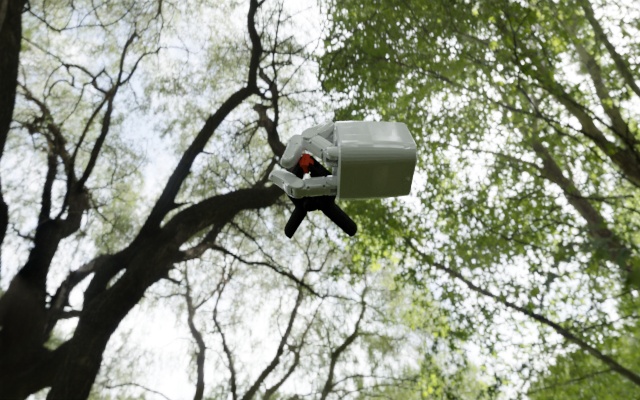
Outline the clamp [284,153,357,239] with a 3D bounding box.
[{"bbox_3d":[0.000,0.002,0.742,0.120,0.039,0.172,-1,-43,-1],"label":"clamp"}]
